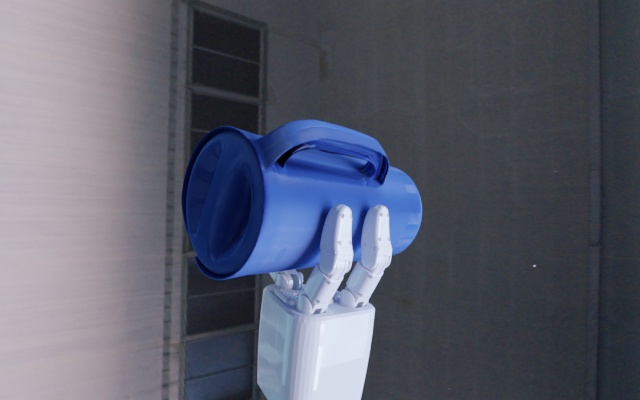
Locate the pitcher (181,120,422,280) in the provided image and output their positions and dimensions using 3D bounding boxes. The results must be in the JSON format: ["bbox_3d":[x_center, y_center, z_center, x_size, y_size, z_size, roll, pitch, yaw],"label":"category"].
[{"bbox_3d":[0.000,0.002,0.484,0.243,0.145,0.149,3,6,-43],"label":"pitcher"}]
